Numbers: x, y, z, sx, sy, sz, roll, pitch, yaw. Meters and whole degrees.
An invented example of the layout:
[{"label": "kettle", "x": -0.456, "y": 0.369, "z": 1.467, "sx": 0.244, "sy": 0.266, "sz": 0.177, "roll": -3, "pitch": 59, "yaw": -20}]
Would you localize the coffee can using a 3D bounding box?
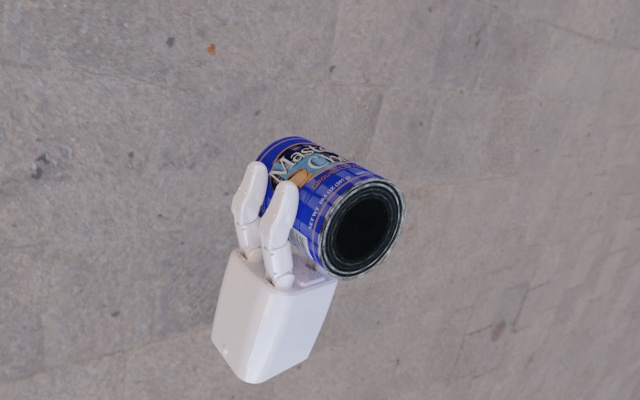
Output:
[{"label": "coffee can", "x": 0.000, "y": 0.001, "z": 0.483, "sx": 0.103, "sy": 0.103, "sz": 0.140, "roll": 0, "pitch": 22, "yaw": -39}]
